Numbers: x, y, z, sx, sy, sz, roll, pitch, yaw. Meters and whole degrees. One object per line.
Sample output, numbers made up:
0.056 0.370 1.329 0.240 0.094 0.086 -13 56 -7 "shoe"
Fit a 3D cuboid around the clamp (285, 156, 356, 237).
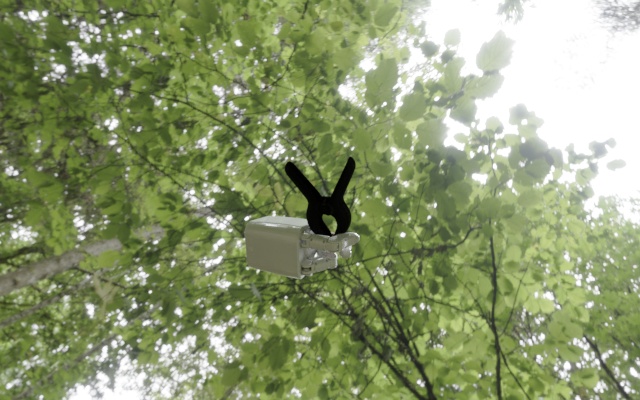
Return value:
0.000 0.003 0.819 0.120 0.171 0.039 8 25 19 "clamp"
